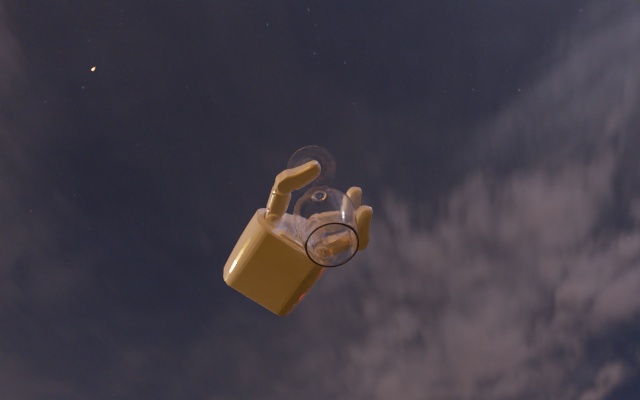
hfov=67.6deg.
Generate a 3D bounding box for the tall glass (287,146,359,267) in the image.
[{"bbox_3d":[0.000,0.002,0.622,0.079,0.079,0.201,0,29,-9],"label":"tall glass"}]
